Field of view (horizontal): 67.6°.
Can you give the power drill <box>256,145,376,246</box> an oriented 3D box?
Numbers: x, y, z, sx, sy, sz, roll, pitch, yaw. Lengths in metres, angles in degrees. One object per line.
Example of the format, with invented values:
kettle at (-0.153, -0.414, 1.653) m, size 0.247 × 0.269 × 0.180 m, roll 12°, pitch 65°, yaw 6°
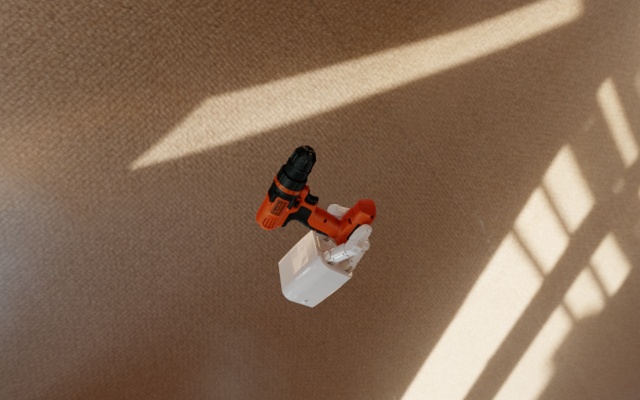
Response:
power drill at (0.000, 0.003, 0.841) m, size 0.188 × 0.184 × 0.057 m, roll 23°, pitch 37°, yaw -16°
